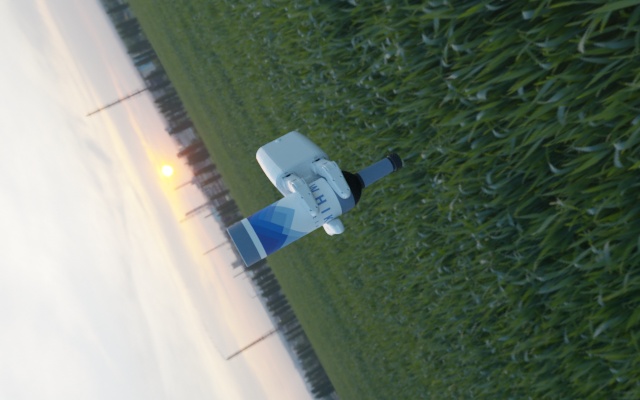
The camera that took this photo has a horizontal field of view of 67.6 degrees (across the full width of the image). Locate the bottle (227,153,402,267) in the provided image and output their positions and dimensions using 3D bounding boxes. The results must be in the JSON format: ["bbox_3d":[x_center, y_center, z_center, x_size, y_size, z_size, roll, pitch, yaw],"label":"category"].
[{"bbox_3d":[0.000,0.003,0.751,0.295,0.069,0.069,-29,6,-12],"label":"bottle"}]
